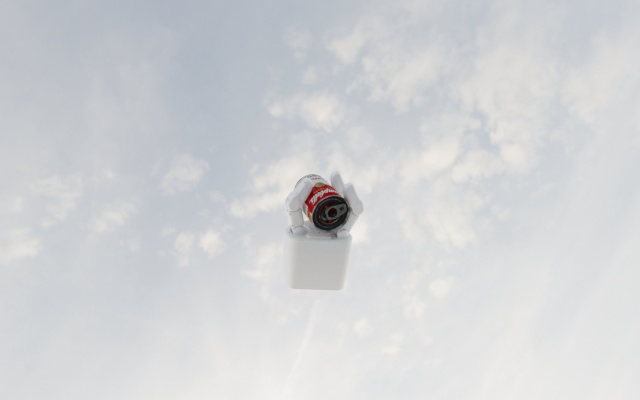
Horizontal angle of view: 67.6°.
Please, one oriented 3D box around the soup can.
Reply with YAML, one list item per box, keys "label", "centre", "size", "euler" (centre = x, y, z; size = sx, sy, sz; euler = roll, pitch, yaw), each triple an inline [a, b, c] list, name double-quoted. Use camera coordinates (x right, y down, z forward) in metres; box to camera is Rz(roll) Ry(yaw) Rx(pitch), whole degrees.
- label: "soup can"
  centre: [0.000, 0.002, 0.820]
  size: [0.068, 0.068, 0.102]
  euler: [0, 24, -23]
